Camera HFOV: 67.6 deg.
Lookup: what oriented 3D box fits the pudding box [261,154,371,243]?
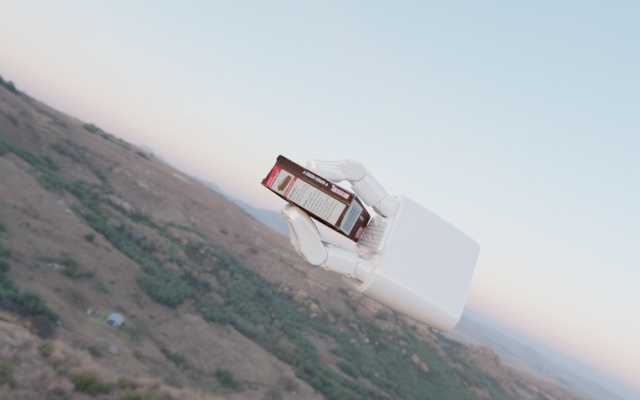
[{"bbox_3d":[0.000,0.001,0.491,0.090,0.039,0.113,29,-6,17],"label":"pudding box"}]
